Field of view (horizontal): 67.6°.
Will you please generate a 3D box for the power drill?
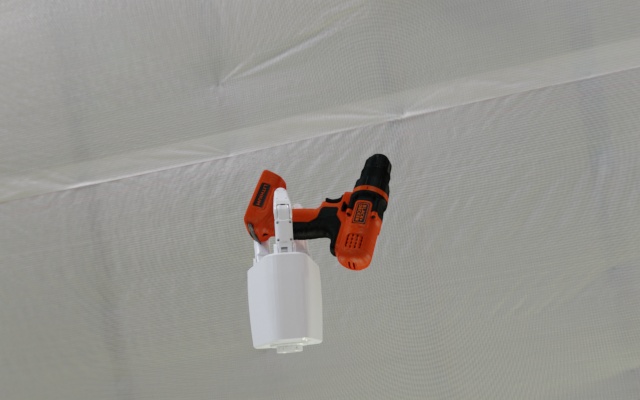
[{"bbox_3d":[0.000,0.002,0.670,0.187,0.184,0.057,5,-37,19],"label":"power drill"}]
